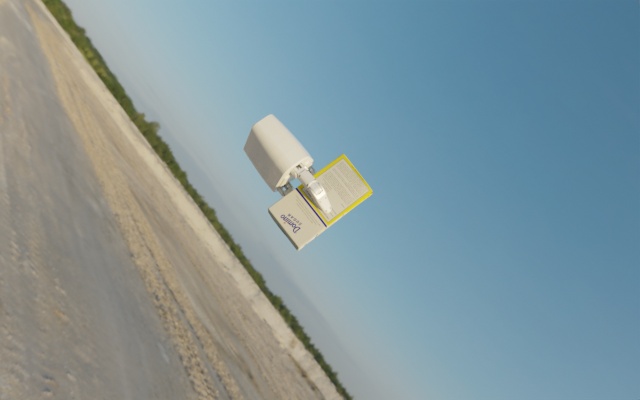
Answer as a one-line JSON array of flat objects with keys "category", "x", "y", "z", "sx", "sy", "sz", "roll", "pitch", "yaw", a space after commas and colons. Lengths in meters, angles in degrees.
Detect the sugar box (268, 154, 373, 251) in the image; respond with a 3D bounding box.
[{"category": "sugar box", "x": 0.000, "y": 0.003, "z": 0.876, "sx": 0.176, "sy": 0.093, "sz": 0.048, "roll": -36, "pitch": -7, "yaw": -12}]
